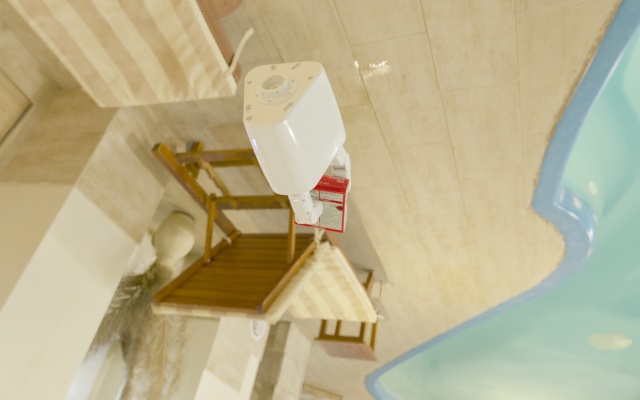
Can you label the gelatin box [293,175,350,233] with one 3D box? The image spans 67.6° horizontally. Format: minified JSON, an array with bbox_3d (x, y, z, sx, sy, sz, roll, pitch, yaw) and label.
[{"bbox_3d":[0.000,0.003,0.654,0.073,0.030,0.089,10,-40,9],"label":"gelatin box"}]
